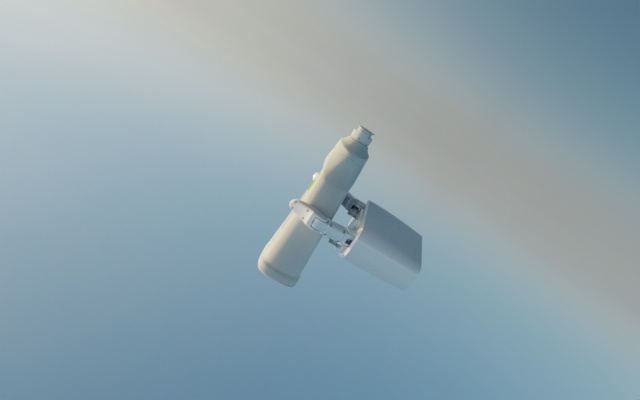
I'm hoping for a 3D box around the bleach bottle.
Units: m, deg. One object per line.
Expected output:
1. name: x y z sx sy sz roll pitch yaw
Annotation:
1. bleach bottle: 0.000 0.002 0.710 0.068 0.251 0.102 31 14 -7
